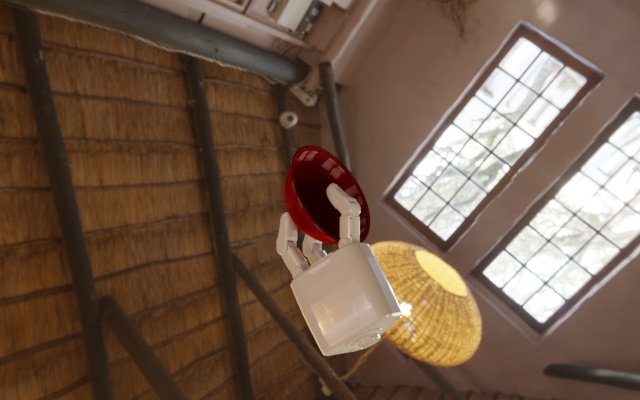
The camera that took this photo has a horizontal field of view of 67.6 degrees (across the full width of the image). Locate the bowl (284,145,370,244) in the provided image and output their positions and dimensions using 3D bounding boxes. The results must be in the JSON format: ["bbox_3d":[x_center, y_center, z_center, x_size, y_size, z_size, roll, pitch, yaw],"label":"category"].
[{"bbox_3d":[0.000,0.001,0.695,0.055,0.162,0.162,-33,-20,33],"label":"bowl"}]
